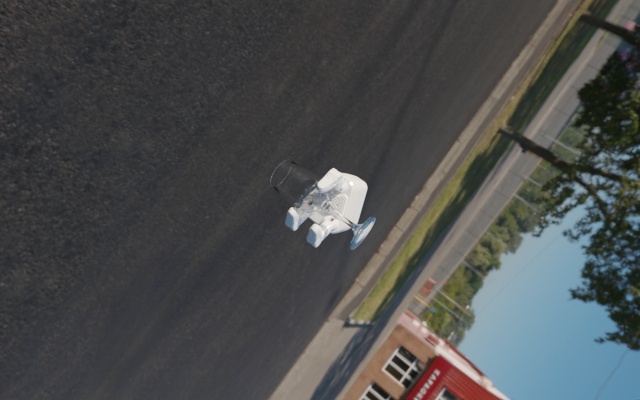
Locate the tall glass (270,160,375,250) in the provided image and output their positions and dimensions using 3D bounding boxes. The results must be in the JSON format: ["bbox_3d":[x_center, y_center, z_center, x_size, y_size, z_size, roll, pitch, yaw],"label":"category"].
[{"bbox_3d":[0.001,0.003,0.887,0.201,0.079,0.079,36,13,18],"label":"tall glass"}]
